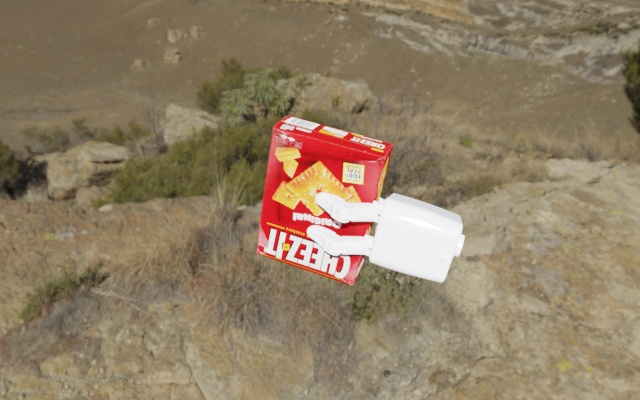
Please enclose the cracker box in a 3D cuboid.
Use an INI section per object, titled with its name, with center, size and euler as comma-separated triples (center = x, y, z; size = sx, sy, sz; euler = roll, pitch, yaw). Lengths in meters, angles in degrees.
[cracker box]
center = 0.000, 0.002, 0.704
size = 0.164, 0.214, 0.072
euler = 17, 27, 12
